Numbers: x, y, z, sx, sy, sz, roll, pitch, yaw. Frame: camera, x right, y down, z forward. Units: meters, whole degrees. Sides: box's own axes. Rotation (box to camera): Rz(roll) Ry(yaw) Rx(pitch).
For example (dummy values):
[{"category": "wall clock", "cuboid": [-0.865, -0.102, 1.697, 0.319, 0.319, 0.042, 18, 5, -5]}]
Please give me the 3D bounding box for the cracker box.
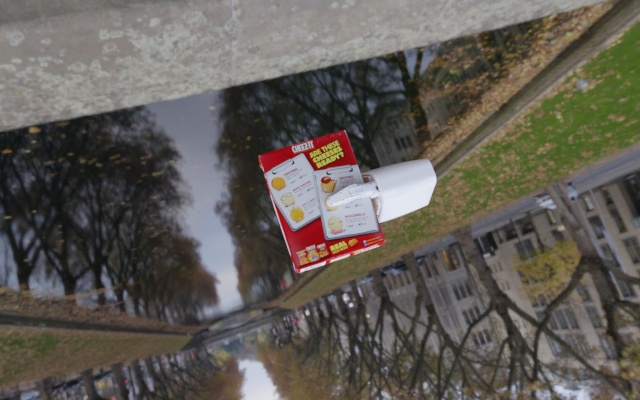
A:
[{"category": "cracker box", "cuboid": [0.000, 0.003, 0.849, 0.164, 0.213, 0.072, -17, -12, -9]}]
